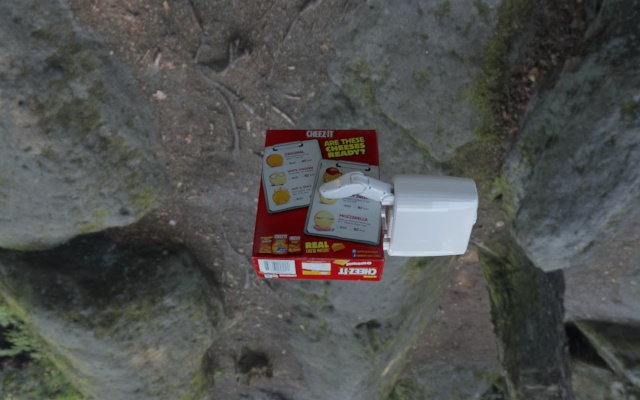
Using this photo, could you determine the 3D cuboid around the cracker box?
[{"bbox_3d":[0.000,0.002,0.658,0.164,0.213,0.072,1,-35,1],"label":"cracker box"}]
